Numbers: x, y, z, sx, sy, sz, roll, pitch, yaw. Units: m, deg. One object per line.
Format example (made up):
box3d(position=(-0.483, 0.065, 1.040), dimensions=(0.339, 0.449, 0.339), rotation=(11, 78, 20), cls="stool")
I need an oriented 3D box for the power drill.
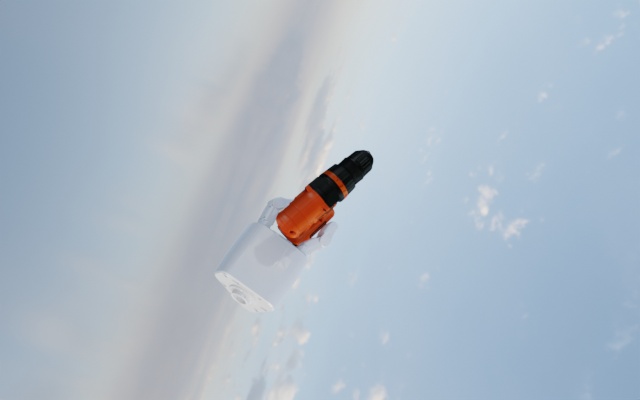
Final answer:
box3d(position=(0.000, 0.003, 0.788), dimensions=(0.184, 0.057, 0.188), rotation=(-39, -8, -16), cls="power drill")
